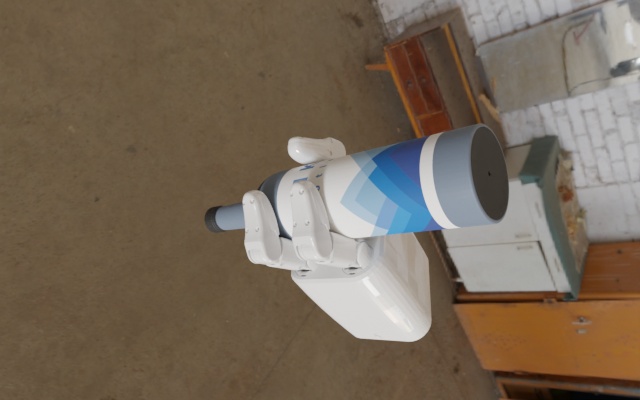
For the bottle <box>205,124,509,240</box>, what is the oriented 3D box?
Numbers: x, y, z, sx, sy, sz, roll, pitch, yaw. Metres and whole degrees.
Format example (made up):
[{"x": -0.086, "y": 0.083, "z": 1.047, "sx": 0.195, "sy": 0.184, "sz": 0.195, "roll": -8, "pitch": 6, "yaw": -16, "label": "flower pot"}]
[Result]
[{"x": 0.000, "y": 0.001, "z": 0.405, "sx": 0.296, "sy": 0.069, "sz": 0.069, "roll": -10, "pitch": -6, "yaw": 40, "label": "bottle"}]
